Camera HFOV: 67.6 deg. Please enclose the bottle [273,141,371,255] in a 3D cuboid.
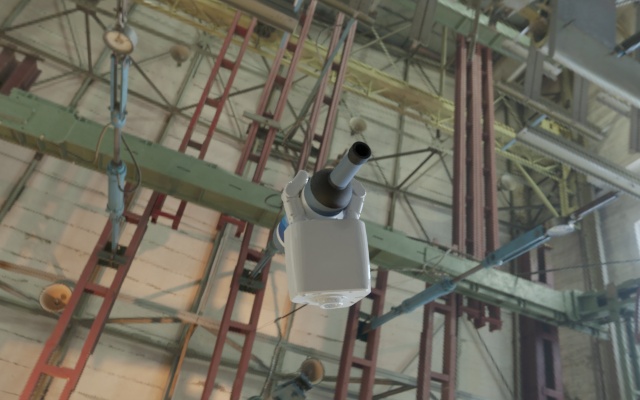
[{"bbox_3d":[0.000,0.002,0.724,0.069,0.069,0.296,0,-27,-23],"label":"bottle"}]
